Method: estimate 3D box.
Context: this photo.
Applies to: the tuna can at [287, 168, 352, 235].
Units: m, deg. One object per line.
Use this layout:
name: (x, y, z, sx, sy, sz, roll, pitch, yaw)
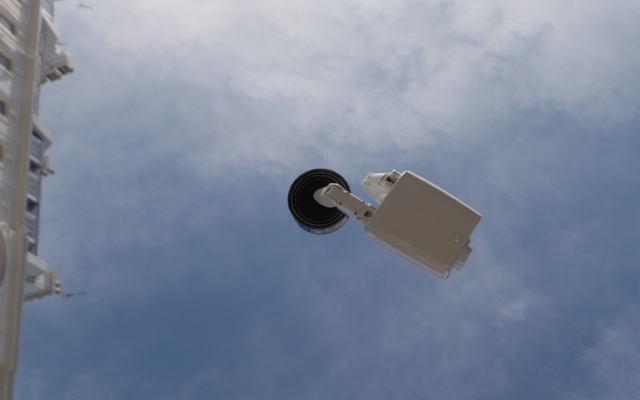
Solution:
tuna can: (0.000, 0.002, 0.646, 0.086, 0.086, 0.034, 0, -21, 6)
